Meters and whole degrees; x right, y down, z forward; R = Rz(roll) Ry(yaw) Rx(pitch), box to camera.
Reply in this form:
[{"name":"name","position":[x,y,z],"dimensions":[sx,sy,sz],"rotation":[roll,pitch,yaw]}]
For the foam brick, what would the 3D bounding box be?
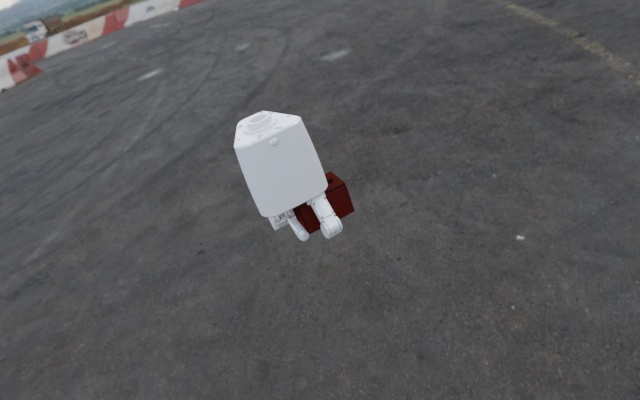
[{"name":"foam brick","position":[0.000,0.002,0.691],"dimensions":[0.078,0.051,0.053],"rotation":[-27,30,-12]}]
